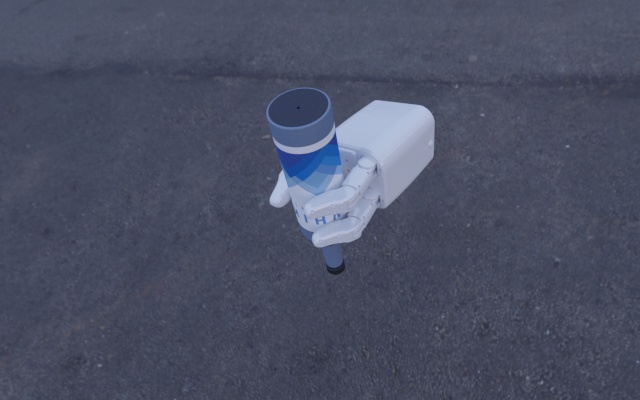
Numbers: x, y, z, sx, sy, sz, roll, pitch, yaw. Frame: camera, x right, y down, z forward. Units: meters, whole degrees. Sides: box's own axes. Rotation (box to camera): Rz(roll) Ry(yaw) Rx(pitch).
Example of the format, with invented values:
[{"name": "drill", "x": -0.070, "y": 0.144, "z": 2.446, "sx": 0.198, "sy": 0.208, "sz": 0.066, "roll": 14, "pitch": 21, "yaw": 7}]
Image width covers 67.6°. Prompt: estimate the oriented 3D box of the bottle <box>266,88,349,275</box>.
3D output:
[{"name": "bottle", "x": 0.000, "y": 0.002, "z": 0.590, "sx": 0.069, "sy": 0.069, "sz": 0.296, "roll": 0, "pitch": -41, "yaw": 12}]
